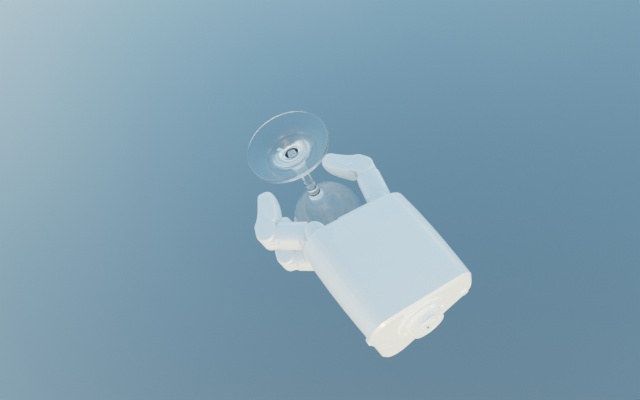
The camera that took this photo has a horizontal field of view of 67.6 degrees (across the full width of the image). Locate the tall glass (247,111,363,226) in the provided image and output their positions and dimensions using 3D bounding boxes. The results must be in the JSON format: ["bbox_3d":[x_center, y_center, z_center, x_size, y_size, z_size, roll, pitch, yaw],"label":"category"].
[{"bbox_3d":[0.000,0.001,0.489,0.079,0.079,0.201,0,-29,19],"label":"tall glass"}]
